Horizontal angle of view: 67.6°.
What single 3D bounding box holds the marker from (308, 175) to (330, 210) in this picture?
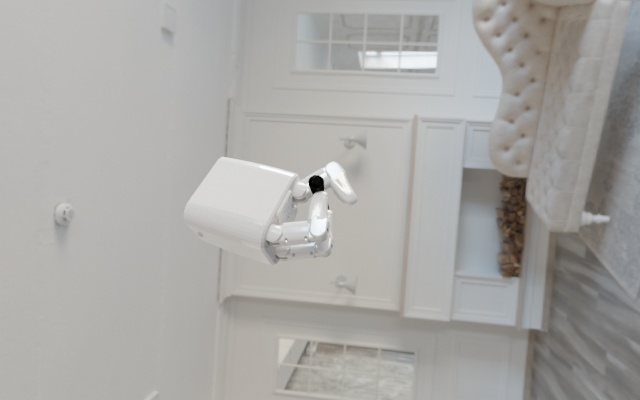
[{"bbox_3d":[0.000,0.002,0.602,0.020,0.020,0.121,0,-25,6],"label":"marker"}]
